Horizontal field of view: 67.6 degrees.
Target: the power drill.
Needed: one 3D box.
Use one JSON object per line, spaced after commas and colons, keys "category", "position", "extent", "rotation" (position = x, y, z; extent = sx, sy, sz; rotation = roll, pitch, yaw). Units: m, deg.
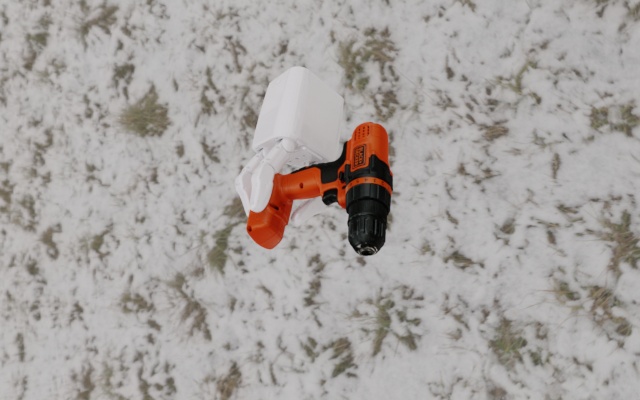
{"category": "power drill", "position": [0.000, 0.002, 0.584], "extent": [0.188, 0.184, 0.057], "rotation": [-17, -45, 28]}
